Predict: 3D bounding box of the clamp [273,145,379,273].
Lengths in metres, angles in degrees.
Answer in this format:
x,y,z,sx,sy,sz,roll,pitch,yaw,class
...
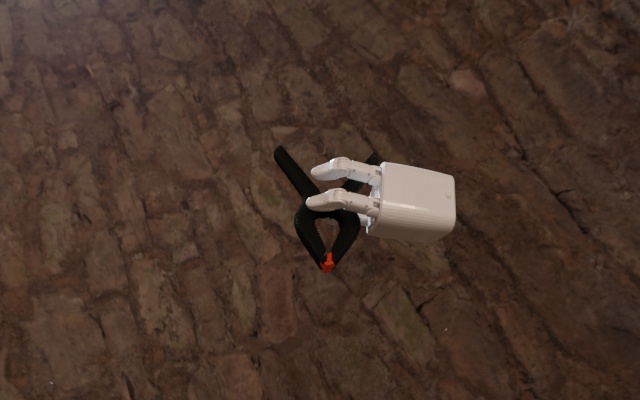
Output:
x,y,z,sx,sy,sz,roll,pitch,yaw,class
0.000,0.003,0.698,0.164,0.209,0.036,9,-33,-1,clamp
